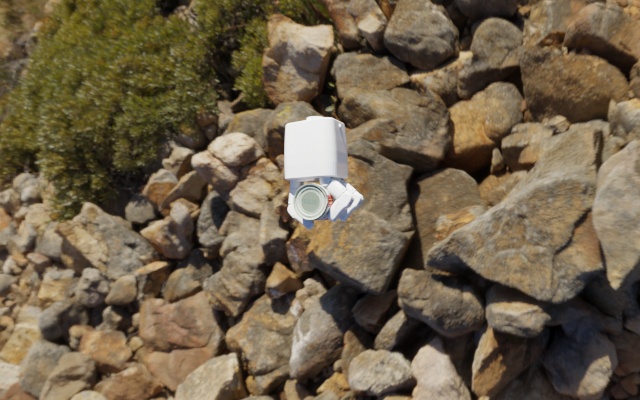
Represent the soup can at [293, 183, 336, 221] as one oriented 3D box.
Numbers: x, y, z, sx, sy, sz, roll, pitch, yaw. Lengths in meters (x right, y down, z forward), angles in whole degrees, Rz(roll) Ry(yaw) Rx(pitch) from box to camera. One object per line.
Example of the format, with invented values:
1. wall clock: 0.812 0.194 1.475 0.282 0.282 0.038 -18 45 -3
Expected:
1. soup can: 0.000 0.003 0.882 0.068 0.068 0.102 0 -1 22
